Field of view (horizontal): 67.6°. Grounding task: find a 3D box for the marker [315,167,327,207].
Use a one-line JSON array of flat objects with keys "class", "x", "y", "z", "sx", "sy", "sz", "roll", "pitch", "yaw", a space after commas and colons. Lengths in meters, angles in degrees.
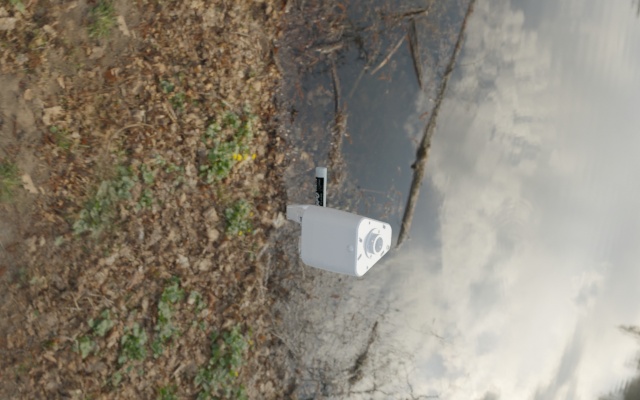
[{"class": "marker", "x": 0.000, "y": 0.003, "z": 0.835, "sx": 0.020, "sy": 0.121, "sz": 0.020, "roll": 1, "pitch": 11, "yaw": 0}]
